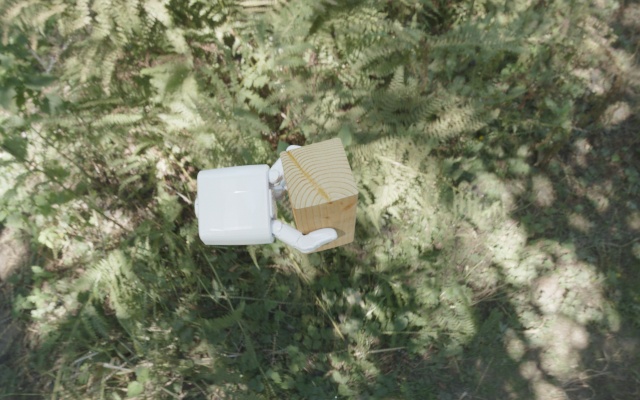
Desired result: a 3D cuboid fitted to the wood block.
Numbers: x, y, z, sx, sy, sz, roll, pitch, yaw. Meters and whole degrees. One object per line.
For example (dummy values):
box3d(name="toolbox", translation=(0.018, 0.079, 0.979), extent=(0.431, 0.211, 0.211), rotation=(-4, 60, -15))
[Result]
box3d(name="wood block", translation=(0.000, 0.003, 0.732), extent=(0.090, 0.090, 0.206), rotation=(-14, -22, -4))
